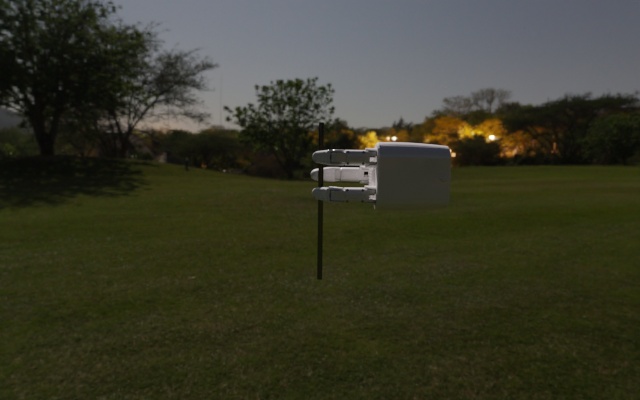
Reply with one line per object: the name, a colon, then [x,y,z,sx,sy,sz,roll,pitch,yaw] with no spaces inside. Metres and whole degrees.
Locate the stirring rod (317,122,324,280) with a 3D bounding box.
stirring rod: [0.000,0.002,0.730,0.011,0.239,0.011,1,6,0]
